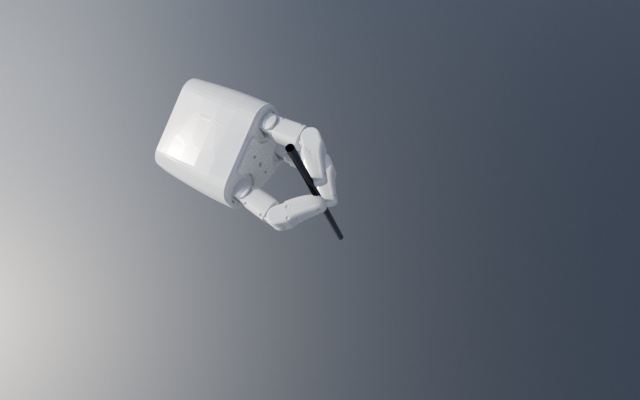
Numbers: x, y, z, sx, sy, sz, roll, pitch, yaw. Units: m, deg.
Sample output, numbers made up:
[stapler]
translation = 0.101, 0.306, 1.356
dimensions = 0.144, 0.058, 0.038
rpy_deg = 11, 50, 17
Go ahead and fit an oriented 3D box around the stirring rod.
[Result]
[stirring rod]
translation = 0.000, 0.002, 0.501
dimensions = 0.011, 0.011, 0.240
rpy_deg = 0, -22, 13
